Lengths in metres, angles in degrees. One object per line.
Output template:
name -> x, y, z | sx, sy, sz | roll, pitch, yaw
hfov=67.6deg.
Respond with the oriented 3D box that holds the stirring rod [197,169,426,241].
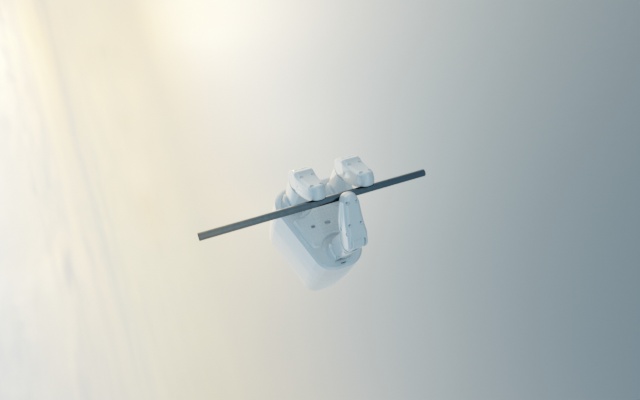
stirring rod -> 0.000, 0.002, 0.466 | 0.239, 0.011, 0.011 | -16, 5, -19
